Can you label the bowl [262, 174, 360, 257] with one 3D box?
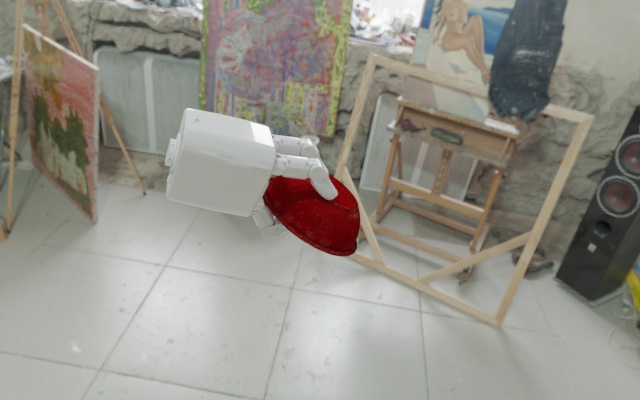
[{"bbox_3d":[0.001,0.002,0.662,0.162,0.055,0.162,32,21,-14],"label":"bowl"}]
